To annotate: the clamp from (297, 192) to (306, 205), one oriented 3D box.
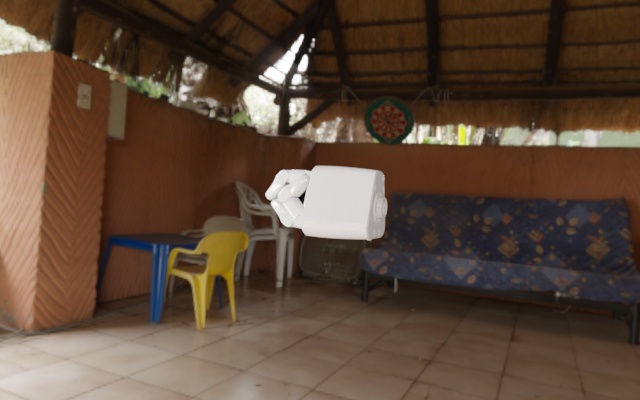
[{"bbox_3d":[0.000,0.002,0.844,0.120,0.039,0.171,4,0,24],"label":"clamp"}]
